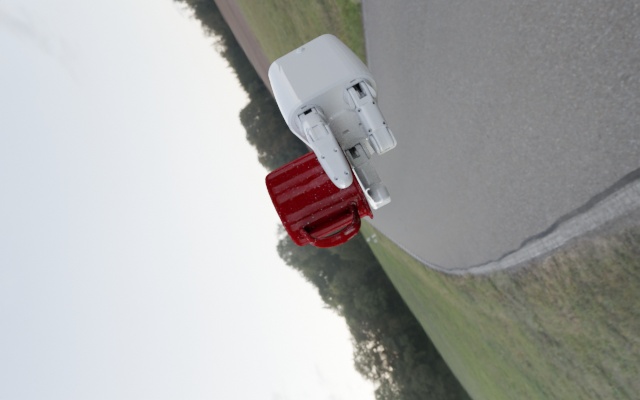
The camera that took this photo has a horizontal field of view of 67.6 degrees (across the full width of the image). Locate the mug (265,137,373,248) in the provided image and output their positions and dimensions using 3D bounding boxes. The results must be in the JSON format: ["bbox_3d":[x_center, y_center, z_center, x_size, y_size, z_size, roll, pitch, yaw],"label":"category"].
[{"bbox_3d":[0.000,0.003,0.470,0.081,0.117,0.093,-26,-45,2],"label":"mug"}]
